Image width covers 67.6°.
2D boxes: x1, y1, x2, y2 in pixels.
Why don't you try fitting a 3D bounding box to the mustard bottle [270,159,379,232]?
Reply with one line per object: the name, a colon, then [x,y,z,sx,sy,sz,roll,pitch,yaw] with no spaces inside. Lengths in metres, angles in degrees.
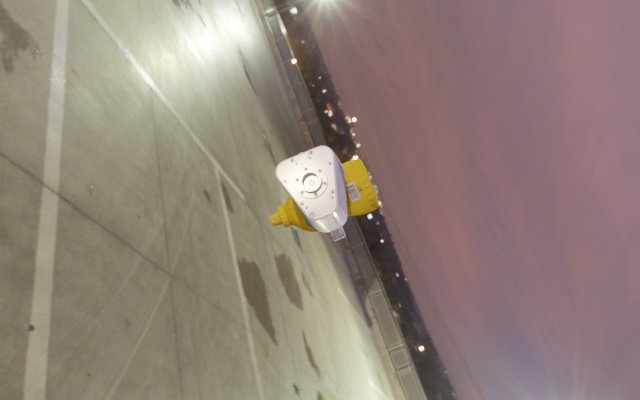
mustard bottle: [0.000,0.003,0.852,0.191,0.096,0.058,-22,11,4]
